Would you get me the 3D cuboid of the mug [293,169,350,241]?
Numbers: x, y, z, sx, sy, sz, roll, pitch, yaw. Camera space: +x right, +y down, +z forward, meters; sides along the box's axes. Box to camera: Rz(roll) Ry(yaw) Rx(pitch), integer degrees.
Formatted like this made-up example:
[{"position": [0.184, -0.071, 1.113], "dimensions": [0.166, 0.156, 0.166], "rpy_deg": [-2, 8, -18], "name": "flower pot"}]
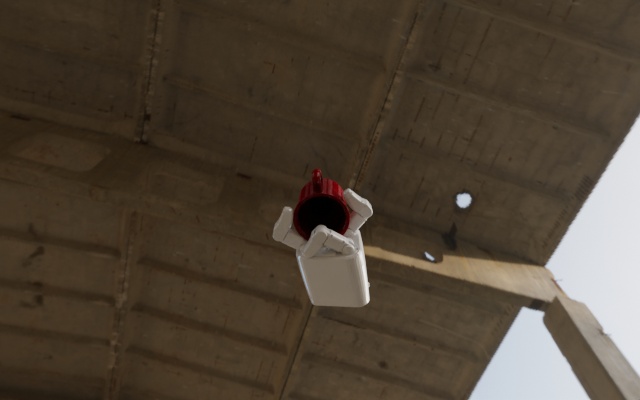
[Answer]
[{"position": [0.000, 0.001, 0.803], "dimensions": [0.093, 0.117, 0.081], "rpy_deg": [-9, 25, 6], "name": "mug"}]
